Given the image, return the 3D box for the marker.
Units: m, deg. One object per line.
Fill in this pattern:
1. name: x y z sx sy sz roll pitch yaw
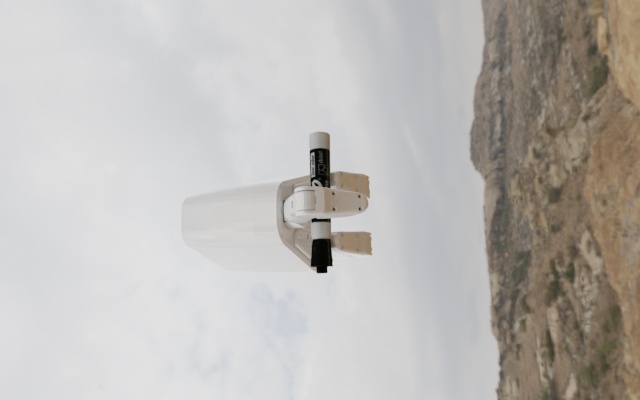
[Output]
1. marker: 0.000 0.001 0.408 0.020 0.121 0.020 -1 -11 0
